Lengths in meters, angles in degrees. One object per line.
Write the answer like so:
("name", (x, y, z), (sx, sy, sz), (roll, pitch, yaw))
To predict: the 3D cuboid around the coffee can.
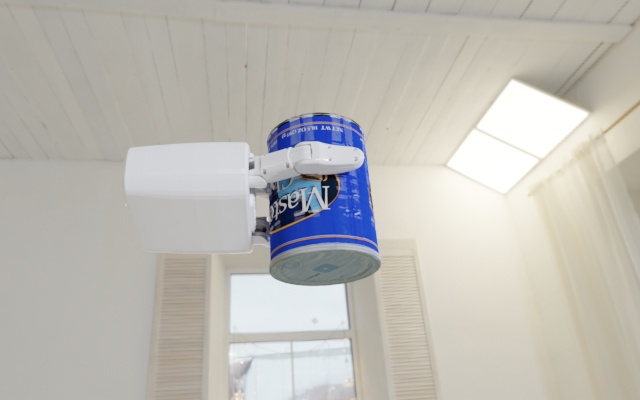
("coffee can", (0.000, 0.002, 0.467), (0.103, 0.140, 0.103), (-3, -26, -2))
